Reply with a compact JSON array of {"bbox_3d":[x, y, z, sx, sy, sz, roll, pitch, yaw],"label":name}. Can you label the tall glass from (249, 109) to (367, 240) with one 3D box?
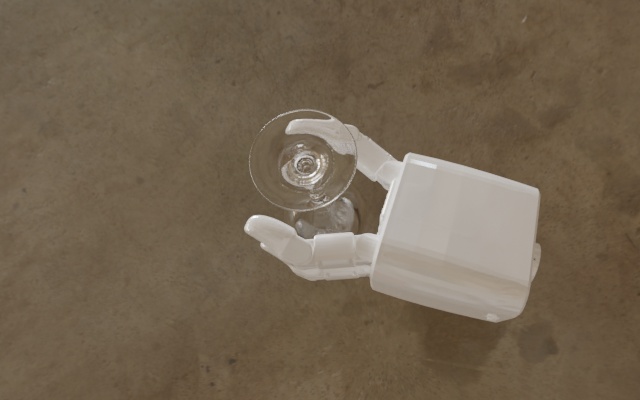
[{"bbox_3d":[0.000,0.001,0.415,0.079,0.079,0.201,0,-17,7],"label":"tall glass"}]
